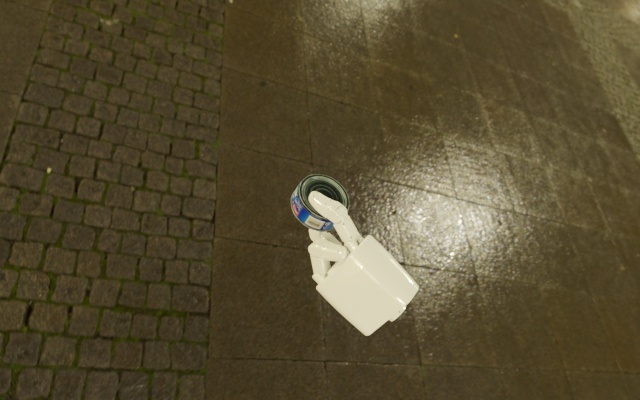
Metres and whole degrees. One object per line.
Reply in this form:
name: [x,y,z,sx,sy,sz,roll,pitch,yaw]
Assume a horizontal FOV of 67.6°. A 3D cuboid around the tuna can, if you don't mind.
tuna can: [0.000,0.002,0.725,0.086,0.086,0.034,0,-33,-27]
